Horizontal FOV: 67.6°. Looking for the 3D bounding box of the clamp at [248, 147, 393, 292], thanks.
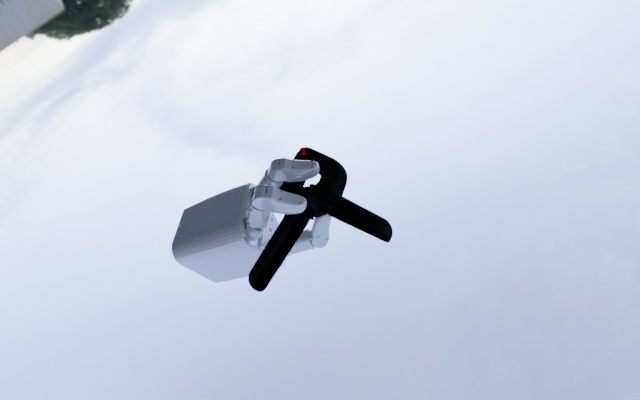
[{"bbox_3d":[0.000,0.002,0.565,0.164,0.209,0.036,-18,-50,18],"label":"clamp"}]
